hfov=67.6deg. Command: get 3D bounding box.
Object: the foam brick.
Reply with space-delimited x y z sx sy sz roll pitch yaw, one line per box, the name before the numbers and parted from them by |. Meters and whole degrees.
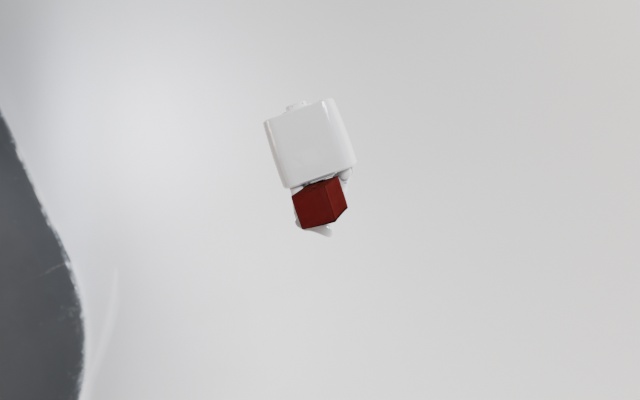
foam brick | 0.000 0.002 0.681 0.053 0.051 0.078 -15 9 19
